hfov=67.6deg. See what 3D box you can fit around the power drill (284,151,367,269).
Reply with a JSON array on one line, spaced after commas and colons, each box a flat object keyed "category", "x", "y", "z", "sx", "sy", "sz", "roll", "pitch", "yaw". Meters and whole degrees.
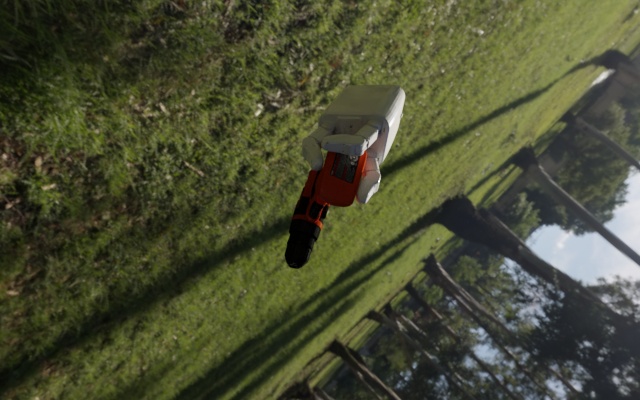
[{"category": "power drill", "x": 0.000, "y": 0.002, "z": 0.735, "sx": 0.057, "sy": 0.184, "sz": 0.188, "roll": 20, "pitch": -26, "yaw": -12}]
